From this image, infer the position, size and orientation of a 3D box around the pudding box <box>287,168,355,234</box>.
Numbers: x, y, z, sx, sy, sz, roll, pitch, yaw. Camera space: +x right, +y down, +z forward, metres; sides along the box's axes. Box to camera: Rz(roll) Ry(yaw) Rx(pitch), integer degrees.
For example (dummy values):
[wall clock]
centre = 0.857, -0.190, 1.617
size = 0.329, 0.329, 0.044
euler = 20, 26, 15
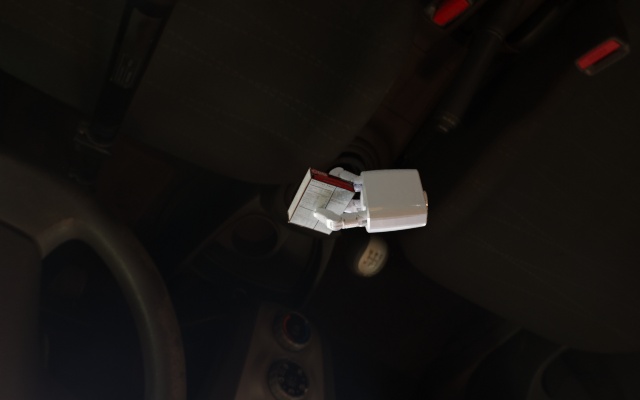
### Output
[pudding box]
centre = 0.000, 0.003, 0.884
size = 0.090, 0.113, 0.039
euler = 19, 32, -16
